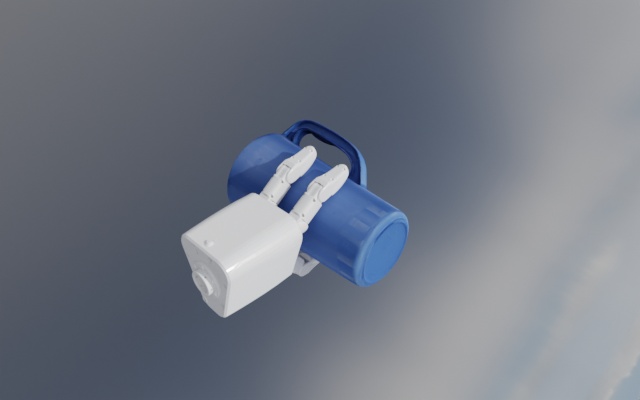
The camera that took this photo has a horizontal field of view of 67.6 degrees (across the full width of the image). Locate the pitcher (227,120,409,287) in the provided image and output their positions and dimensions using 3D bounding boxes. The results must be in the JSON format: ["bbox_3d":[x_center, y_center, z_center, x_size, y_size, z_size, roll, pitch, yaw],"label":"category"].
[{"bbox_3d":[0.000,0.002,0.653,0.242,0.149,0.145,31,46,33],"label":"pitcher"}]
